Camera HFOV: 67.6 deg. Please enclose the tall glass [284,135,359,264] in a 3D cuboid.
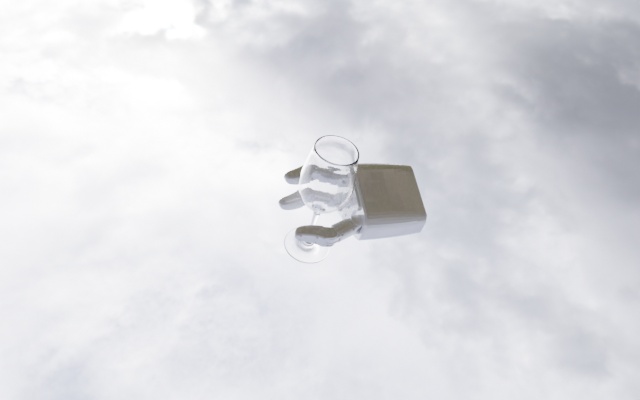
[{"bbox_3d":[0.000,0.003,0.693,0.079,0.079,0.201,0,-43,-17],"label":"tall glass"}]
